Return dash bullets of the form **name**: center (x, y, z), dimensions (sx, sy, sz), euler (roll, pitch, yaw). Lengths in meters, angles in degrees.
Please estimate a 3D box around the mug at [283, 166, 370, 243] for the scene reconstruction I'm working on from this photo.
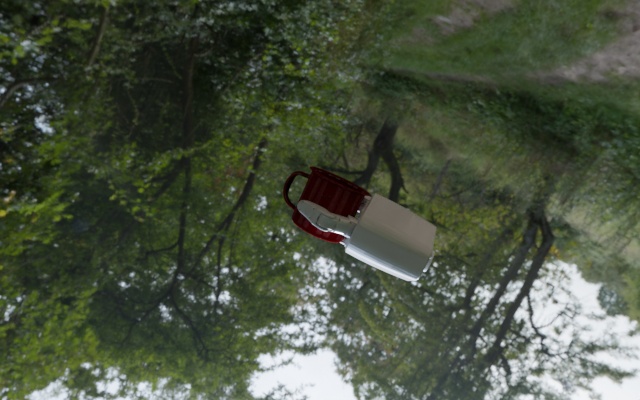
- **mug**: center (-0.001, 0.002, 0.679), dimensions (0.117, 0.081, 0.093), euler (26, 9, 7)
